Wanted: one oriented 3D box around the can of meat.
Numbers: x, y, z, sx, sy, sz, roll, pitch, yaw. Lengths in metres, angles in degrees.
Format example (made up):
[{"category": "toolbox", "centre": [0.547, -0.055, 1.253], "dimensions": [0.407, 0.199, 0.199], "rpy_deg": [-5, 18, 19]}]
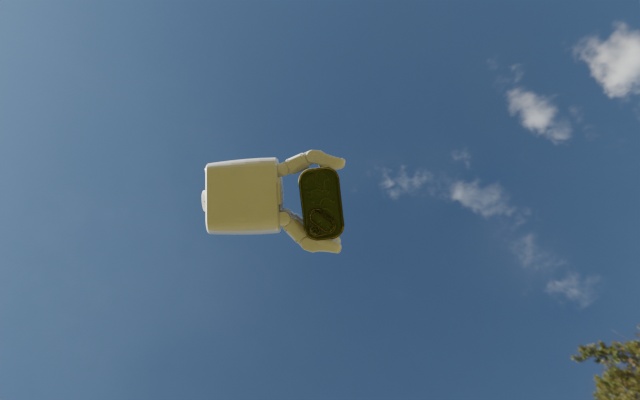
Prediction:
[{"category": "can of meat", "centre": [0.000, 0.002, 0.705], "dimensions": [0.057, 0.102, 0.084], "rpy_deg": [-7, 4, -2]}]
